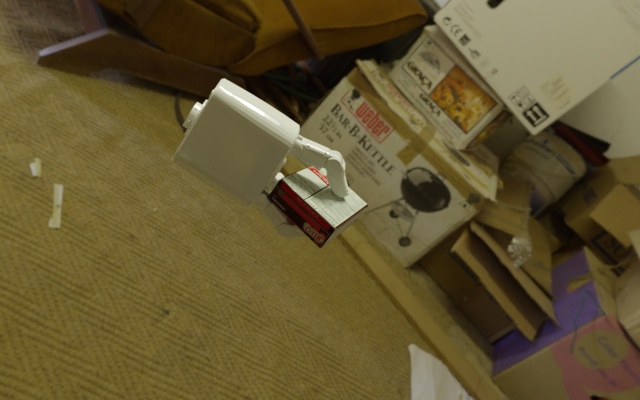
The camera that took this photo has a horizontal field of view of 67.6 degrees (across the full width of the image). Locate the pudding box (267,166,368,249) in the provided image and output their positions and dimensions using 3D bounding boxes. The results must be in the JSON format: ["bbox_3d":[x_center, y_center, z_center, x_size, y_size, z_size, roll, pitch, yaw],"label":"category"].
[{"bbox_3d":[0.000,0.002,0.597,0.039,0.090,0.113,-52,-11,30],"label":"pudding box"}]
